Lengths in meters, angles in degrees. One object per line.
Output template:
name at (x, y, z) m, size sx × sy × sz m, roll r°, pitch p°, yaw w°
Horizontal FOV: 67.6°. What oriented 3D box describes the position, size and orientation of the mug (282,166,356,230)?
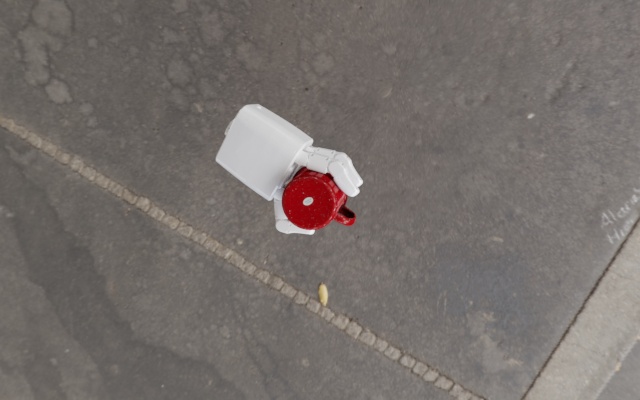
mug at (0.001, 0.003, 0.707) m, size 0.117 × 0.093 × 0.081 m, roll 34°, pitch 17°, yaw 1°
